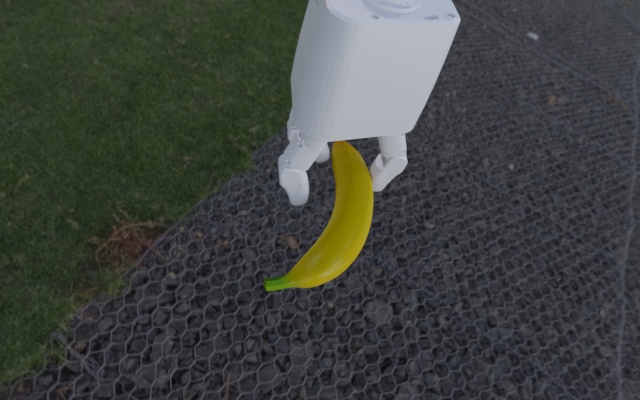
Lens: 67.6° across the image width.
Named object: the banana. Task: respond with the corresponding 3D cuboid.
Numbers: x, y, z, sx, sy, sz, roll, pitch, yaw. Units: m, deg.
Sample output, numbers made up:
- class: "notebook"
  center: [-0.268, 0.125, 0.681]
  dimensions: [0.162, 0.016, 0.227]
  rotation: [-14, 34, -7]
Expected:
- class: "banana"
  center: [0.016, 0.011, 0.456]
  dimensions: [0.069, 0.197, 0.037]
  rotation: [21, -40, 6]
